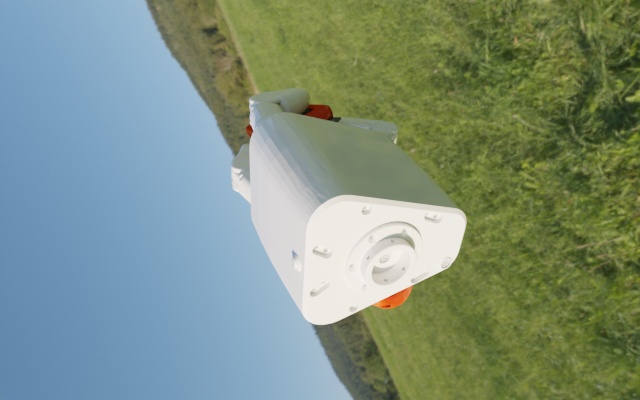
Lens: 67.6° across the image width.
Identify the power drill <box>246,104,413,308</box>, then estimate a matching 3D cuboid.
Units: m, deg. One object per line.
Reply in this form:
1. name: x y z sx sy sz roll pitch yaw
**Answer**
1. power drill: 0.000 0.001 0.460 0.057 0.188 0.184 -35 23 -17
